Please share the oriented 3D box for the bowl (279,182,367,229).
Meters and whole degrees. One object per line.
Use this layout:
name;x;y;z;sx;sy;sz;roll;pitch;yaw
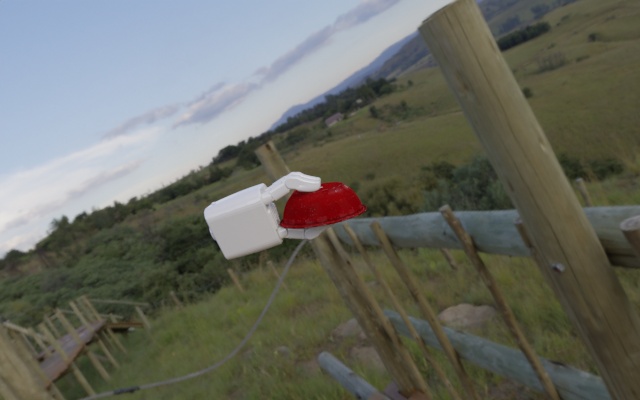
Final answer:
bowl;0.001;0.002;0.864;0.162;0.055;0.162;-10;10;2
